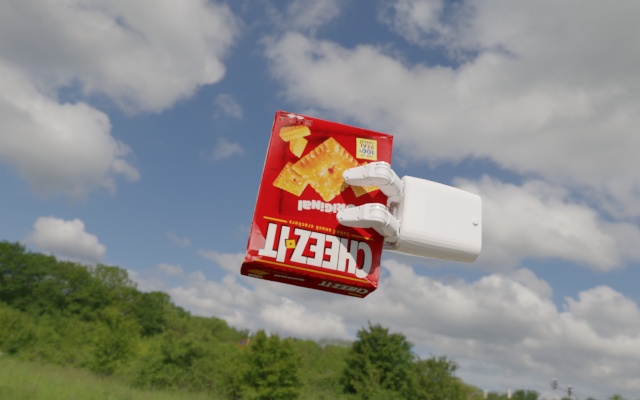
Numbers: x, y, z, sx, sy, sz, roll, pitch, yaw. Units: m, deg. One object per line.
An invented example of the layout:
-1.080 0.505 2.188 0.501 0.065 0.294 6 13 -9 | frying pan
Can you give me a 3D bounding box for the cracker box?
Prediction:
0.000 0.002 0.617 0.164 0.213 0.072 12 -23 -7 | cracker box
